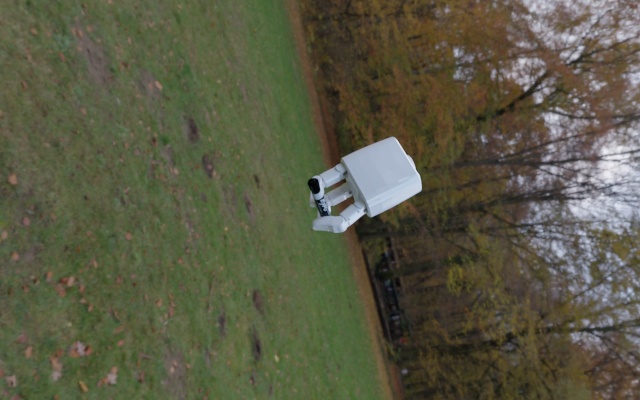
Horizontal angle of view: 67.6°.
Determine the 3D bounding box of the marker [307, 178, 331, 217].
[{"bbox_3d":[0.000,0.003,0.809,0.020,0.020,0.121,0,-36,16],"label":"marker"}]
